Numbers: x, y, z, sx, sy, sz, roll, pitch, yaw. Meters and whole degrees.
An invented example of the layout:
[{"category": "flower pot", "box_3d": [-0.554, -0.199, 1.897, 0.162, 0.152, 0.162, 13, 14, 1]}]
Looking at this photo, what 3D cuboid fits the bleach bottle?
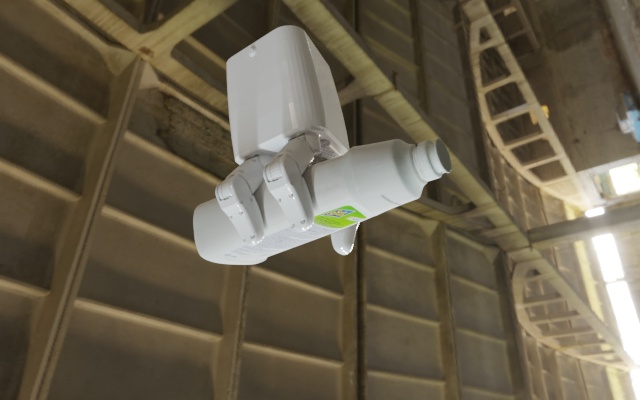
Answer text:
[{"category": "bleach bottle", "box_3d": [0.000, 0.001, 0.441, 0.251, 0.068, 0.102, -19, -17, 32]}]
